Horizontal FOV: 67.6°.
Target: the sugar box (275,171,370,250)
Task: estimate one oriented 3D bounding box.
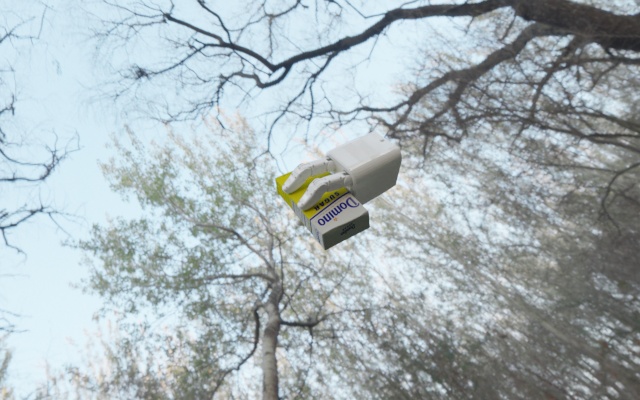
[{"bbox_3d":[0.000,0.002,0.837,0.093,0.048,0.176,-26,43,-19],"label":"sugar box"}]
